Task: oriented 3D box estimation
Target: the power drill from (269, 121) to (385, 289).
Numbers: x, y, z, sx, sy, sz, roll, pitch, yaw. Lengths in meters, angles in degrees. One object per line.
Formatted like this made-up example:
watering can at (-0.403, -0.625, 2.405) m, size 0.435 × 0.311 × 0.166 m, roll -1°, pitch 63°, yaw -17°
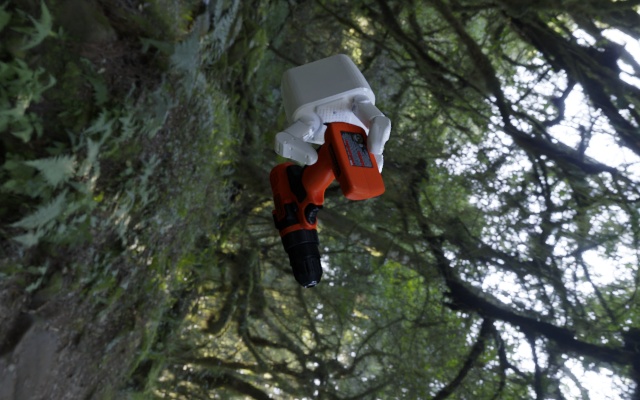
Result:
power drill at (0.000, 0.002, 0.619) m, size 0.057 × 0.184 × 0.188 m, roll 0°, pitch -27°, yaw -37°
